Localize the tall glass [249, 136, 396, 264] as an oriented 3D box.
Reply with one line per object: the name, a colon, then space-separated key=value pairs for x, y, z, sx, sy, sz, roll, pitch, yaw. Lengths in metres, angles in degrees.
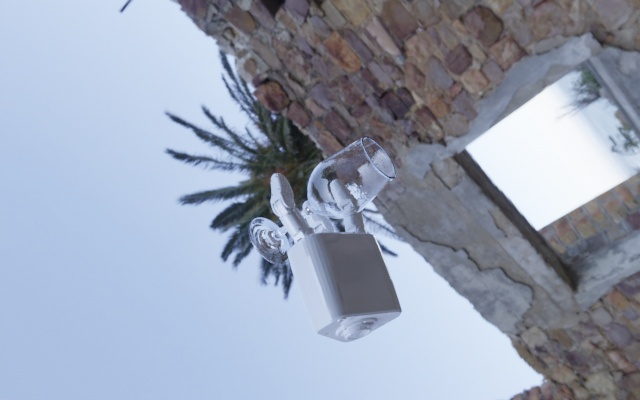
tall glass: x=0.000 y=0.002 z=0.613 sx=0.201 sy=0.079 sz=0.079 roll=-38 pitch=-20 yaw=28
